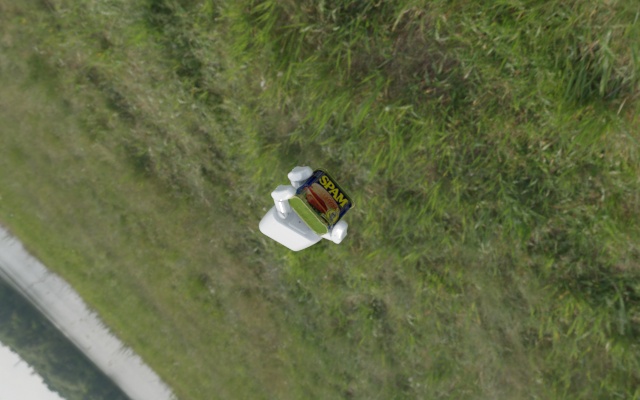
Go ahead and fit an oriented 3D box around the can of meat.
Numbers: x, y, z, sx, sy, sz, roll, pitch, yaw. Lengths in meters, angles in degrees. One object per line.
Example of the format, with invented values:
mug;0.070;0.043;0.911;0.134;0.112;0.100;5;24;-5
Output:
can of meat;0.000;0.003;0.895;0.084;0.102;0.057;-46;9;-30
